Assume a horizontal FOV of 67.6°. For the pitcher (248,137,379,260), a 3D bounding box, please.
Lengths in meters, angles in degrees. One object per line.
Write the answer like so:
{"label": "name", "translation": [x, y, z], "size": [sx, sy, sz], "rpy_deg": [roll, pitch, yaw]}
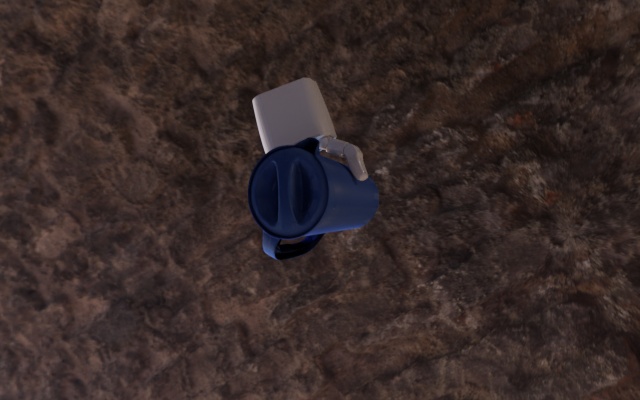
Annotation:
{"label": "pitcher", "translation": [0.000, 0.002, 0.769], "size": [0.149, 0.145, 0.243], "rpy_deg": [-25, -14, 24]}
